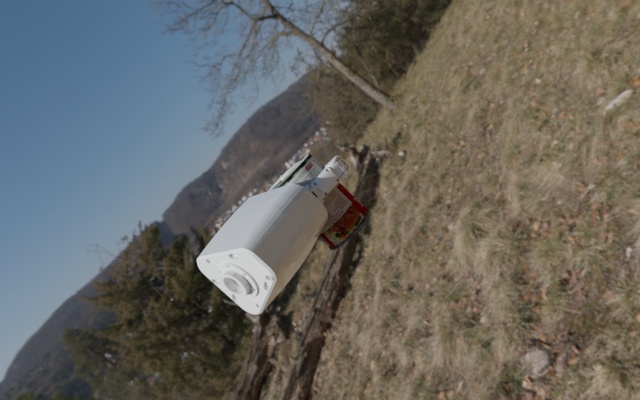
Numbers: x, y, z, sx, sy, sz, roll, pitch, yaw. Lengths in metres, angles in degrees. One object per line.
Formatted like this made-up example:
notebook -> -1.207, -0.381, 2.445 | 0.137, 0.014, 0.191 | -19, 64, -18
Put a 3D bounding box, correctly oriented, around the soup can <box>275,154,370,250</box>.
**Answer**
soup can -> 0.000, 0.001, 0.581 | 0.102, 0.068, 0.068 | 44, -7, -7
